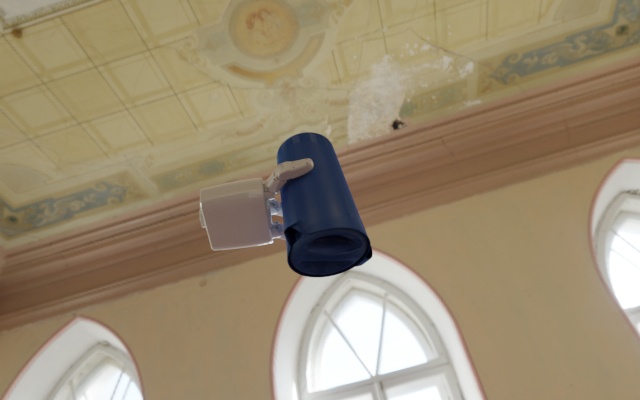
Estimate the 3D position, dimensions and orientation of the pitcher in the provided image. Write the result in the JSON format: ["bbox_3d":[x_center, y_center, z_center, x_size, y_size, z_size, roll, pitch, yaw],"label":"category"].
[{"bbox_3d":[0.000,0.003,0.822,0.145,0.242,0.149,-11,-40,-3],"label":"pitcher"}]
